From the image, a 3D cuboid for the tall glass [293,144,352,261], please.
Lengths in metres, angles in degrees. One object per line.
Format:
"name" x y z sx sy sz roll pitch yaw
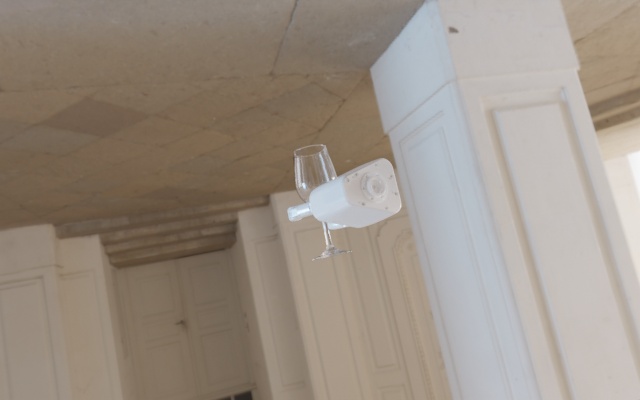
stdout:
"tall glass" 0.000 0.004 0.865 0.079 0.201 0.079 -12 -8 -2
